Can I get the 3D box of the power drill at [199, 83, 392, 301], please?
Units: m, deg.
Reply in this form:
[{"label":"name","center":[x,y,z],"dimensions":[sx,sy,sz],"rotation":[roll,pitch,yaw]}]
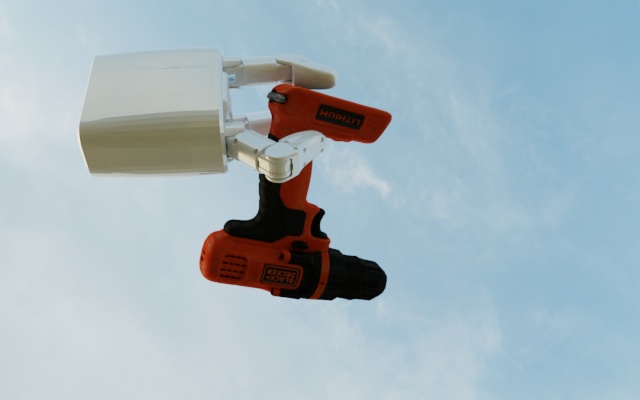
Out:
[{"label":"power drill","center":[0.000,0.001,0.432],"dimensions":[0.184,0.188,0.057],"rotation":[12,10,-24]}]
